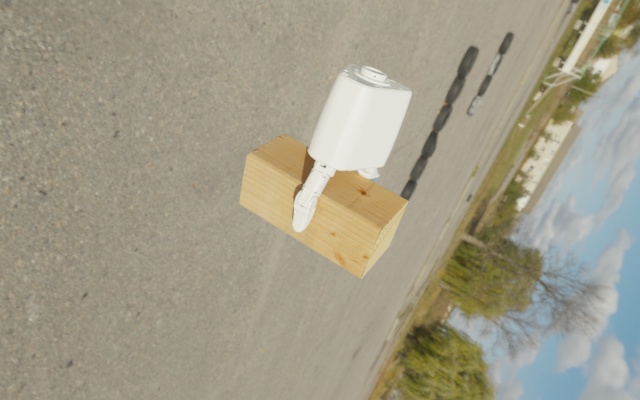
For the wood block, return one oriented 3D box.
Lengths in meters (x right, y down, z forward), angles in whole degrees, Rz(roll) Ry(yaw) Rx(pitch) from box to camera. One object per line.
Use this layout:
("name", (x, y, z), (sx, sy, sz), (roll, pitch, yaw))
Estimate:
("wood block", (0.000, 0.002, 0.657), (0.206, 0.090, 0.090), (30, 38, 18))
